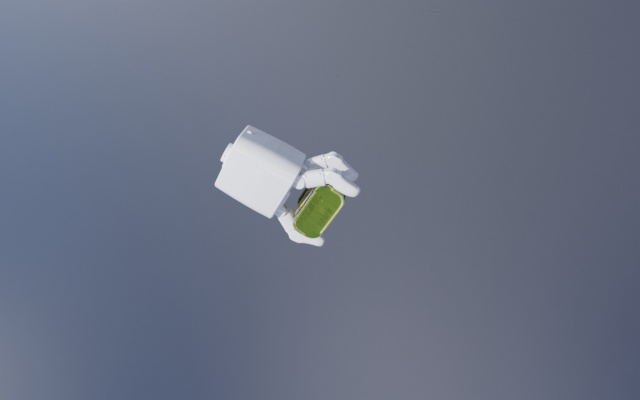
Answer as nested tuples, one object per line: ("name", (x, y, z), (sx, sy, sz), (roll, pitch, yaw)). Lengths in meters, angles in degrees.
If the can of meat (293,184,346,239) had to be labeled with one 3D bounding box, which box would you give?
("can of meat", (0.000, 0.003, 0.776), (0.057, 0.102, 0.084), (32, 23, -9))
